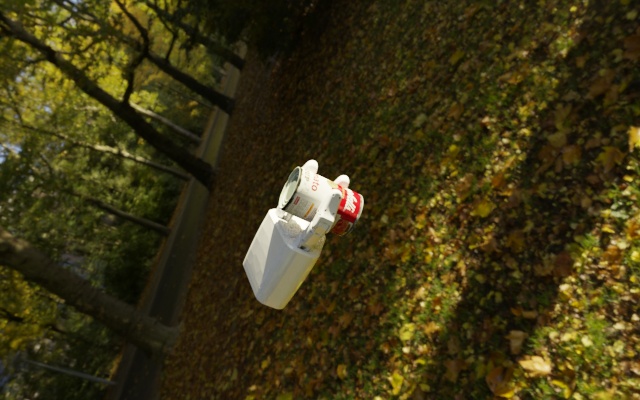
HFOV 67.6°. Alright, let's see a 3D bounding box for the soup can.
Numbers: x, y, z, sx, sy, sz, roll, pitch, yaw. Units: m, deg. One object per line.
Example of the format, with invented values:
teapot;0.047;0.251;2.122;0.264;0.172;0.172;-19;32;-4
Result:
soup can;0.000;0.002;0.682;0.102;0.068;0.068;25;-8;-18
